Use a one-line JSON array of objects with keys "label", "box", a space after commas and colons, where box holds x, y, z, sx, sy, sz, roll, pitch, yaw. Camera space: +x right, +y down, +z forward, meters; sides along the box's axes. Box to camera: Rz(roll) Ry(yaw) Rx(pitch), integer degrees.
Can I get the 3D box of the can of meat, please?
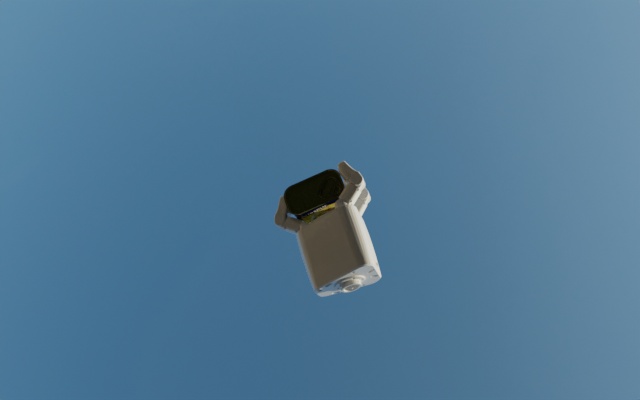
[{"label": "can of meat", "box": [0.000, 0.003, 0.817, 0.102, 0.057, 0.084, -24, -30, 6]}]
